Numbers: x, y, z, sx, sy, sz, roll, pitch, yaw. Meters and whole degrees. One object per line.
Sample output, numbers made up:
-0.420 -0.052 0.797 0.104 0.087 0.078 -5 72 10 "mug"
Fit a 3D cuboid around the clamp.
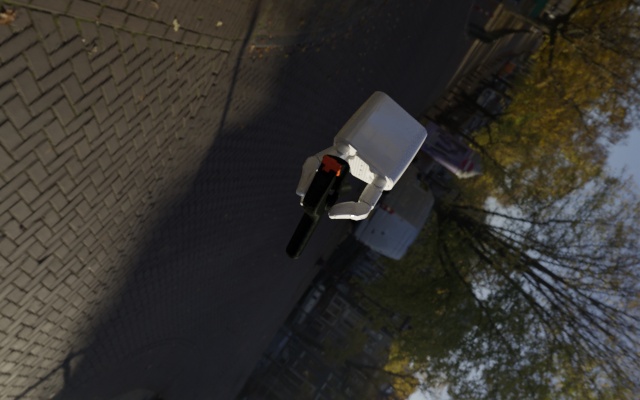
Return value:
0.001 0.002 0.707 0.036 0.164 0.210 34 -16 10 "clamp"
